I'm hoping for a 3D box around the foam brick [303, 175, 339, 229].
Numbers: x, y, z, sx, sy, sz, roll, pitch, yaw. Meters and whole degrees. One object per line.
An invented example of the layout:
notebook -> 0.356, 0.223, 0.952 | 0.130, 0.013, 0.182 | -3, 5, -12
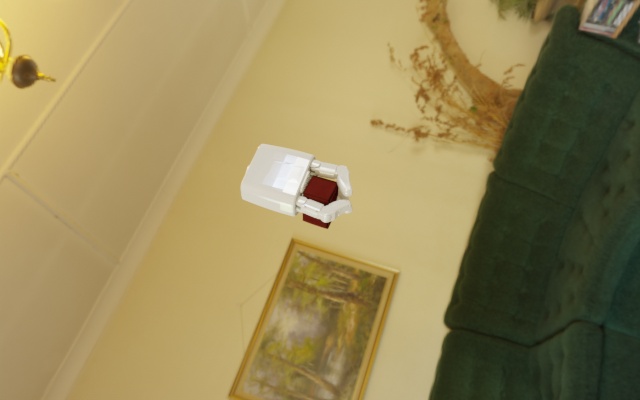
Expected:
foam brick -> 0.000, 0.003, 0.873 | 0.051, 0.078, 0.053 | 16, 47, 12
